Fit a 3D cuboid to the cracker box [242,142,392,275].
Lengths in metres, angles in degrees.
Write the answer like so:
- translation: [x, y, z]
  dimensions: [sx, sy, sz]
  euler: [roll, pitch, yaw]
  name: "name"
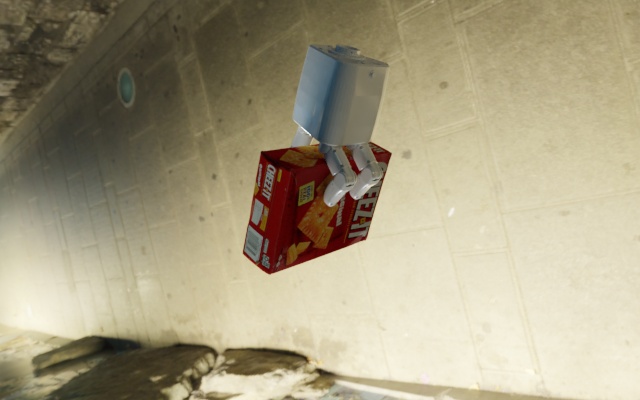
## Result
- translation: [0.000, 0.002, 0.701]
  dimensions: [0.213, 0.164, 0.072]
  euler: [-13, 37, -44]
  name: "cracker box"
